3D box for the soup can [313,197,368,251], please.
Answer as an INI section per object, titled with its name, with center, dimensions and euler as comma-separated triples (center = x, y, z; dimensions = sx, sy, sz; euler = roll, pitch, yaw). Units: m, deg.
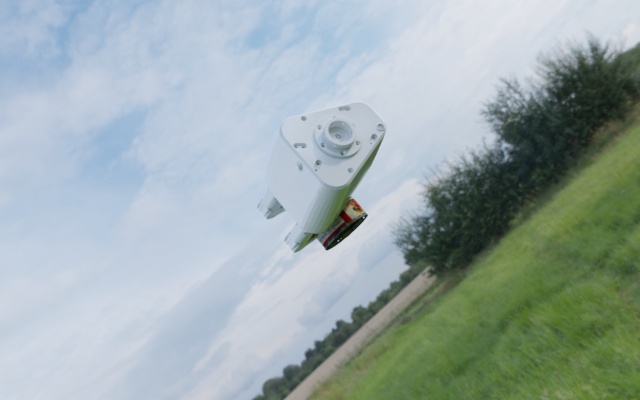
[soup can]
center = 0.000, 0.002, 0.592
dimensions = 0.068, 0.102, 0.068
euler = -39, -13, -10
